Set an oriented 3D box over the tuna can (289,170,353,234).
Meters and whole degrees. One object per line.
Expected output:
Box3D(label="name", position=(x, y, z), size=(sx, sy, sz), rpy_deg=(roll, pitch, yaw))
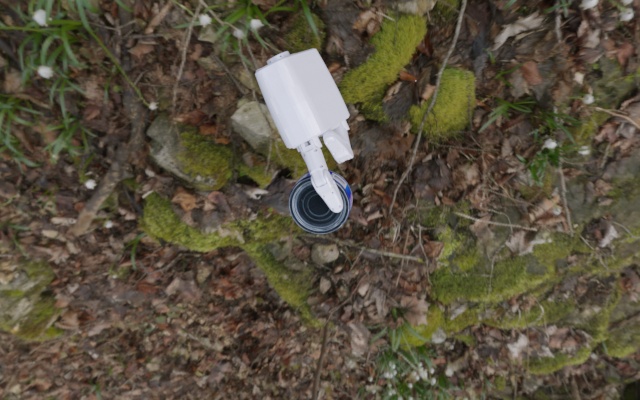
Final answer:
Box3D(label="tuna can", position=(0.000, 0.002, 0.655), size=(0.086, 0.086, 0.033), rpy_deg=(0, 19, 9))
